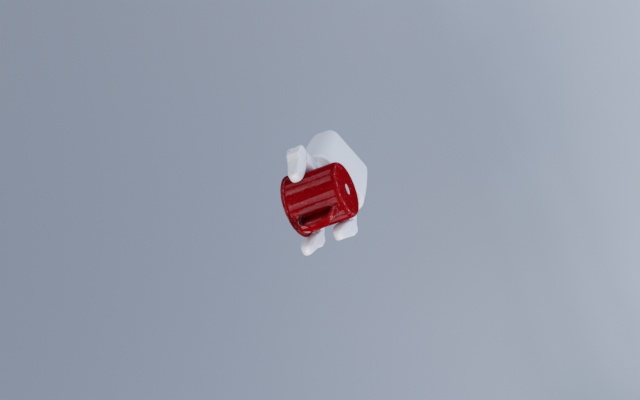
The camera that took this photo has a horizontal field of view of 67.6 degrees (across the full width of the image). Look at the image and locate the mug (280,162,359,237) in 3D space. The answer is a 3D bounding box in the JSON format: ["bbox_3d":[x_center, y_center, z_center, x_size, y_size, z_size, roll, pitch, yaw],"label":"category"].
[{"bbox_3d":[0.000,0.003,0.660,0.081,0.093,0.117,-20,26,21],"label":"mug"}]
